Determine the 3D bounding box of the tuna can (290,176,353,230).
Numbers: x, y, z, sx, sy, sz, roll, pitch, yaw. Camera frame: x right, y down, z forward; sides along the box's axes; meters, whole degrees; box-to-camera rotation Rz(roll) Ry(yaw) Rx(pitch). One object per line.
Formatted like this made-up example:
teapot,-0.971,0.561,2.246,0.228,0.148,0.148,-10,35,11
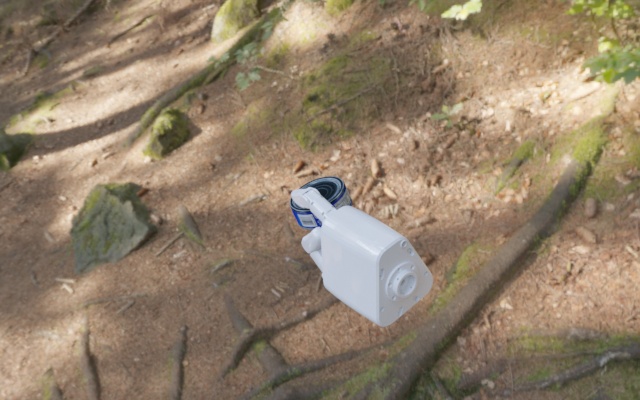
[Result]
tuna can,0.000,0.002,0.682,0.086,0.034,0.086,-18,30,11
